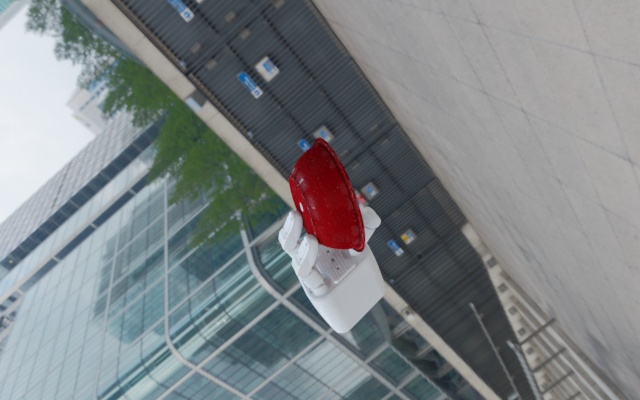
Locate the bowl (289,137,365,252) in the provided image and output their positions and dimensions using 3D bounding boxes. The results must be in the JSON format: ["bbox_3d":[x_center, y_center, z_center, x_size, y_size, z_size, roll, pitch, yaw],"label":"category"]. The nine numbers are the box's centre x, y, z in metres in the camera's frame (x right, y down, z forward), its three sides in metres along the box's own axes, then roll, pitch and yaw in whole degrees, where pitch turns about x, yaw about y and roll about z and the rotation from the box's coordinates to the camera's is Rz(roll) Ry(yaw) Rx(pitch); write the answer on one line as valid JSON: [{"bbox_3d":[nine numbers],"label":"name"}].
[{"bbox_3d":[-0.001,0.001,0.629,0.055,0.162,0.162,-20,4,-11],"label":"bowl"}]
